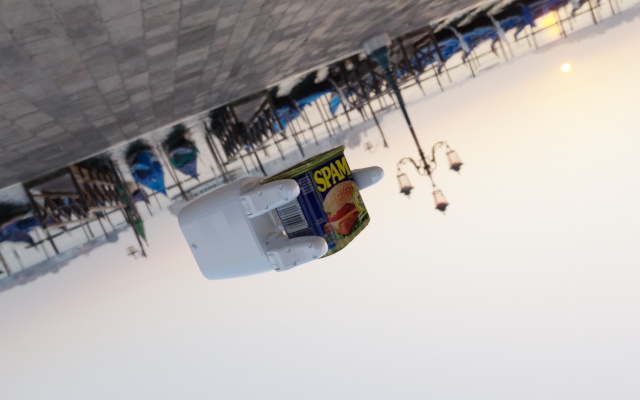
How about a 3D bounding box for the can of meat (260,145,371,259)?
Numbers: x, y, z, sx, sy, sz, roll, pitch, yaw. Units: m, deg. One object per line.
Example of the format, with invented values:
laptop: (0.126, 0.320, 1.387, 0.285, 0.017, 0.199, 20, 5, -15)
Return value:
can of meat: (0.000, 0.002, 0.462, 0.057, 0.084, 0.102, -18, 8, 32)
